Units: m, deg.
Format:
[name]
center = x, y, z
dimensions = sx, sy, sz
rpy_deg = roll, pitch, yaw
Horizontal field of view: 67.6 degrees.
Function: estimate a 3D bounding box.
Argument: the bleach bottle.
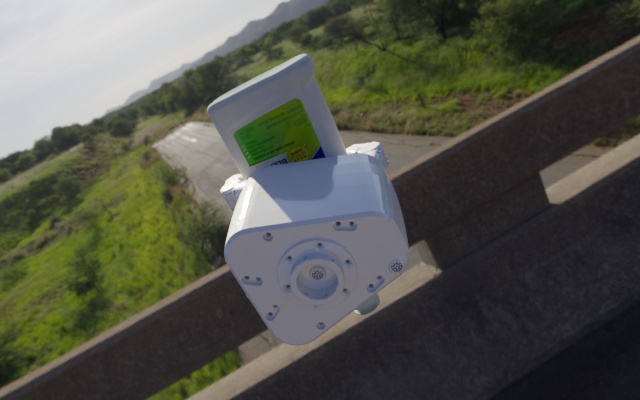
[bleach bottle]
center = 0.000, 0.001, 0.448
dimensions = 0.102, 0.251, 0.068
rpy_deg = -24, 20, 12
